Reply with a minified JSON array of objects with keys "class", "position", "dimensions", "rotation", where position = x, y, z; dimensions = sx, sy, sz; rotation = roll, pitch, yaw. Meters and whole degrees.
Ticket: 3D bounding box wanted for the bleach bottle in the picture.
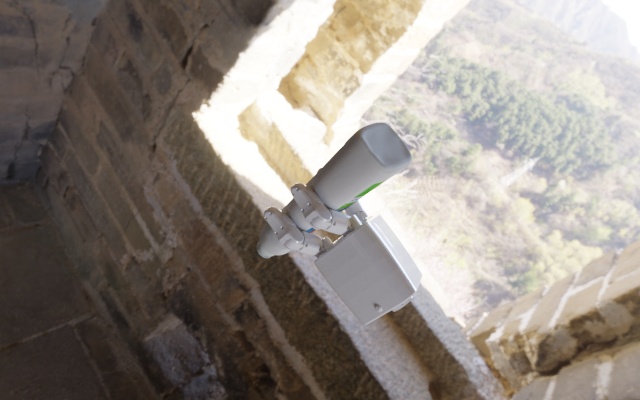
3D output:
[{"class":"bleach bottle","position":[0.000,0.002,0.635],"dimensions":[0.251,0.068,0.102],"rotation":[-41,-9,35]}]
